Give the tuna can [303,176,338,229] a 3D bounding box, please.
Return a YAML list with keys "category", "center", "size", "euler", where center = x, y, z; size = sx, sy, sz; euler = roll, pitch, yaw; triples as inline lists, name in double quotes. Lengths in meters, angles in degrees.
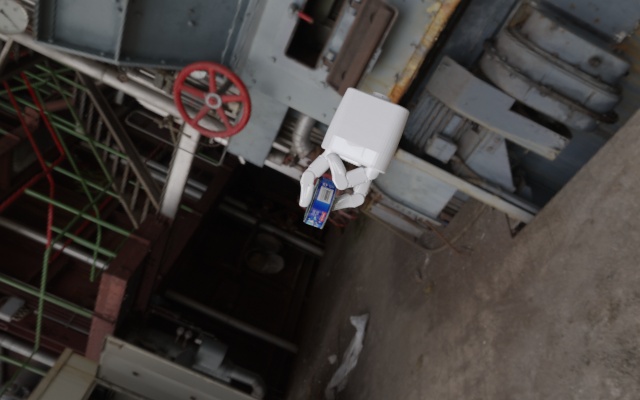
- category: "tuna can"
  center: [0.000, 0.003, 0.811]
  size: [0.034, 0.086, 0.086]
  euler: [20, -2, -5]
